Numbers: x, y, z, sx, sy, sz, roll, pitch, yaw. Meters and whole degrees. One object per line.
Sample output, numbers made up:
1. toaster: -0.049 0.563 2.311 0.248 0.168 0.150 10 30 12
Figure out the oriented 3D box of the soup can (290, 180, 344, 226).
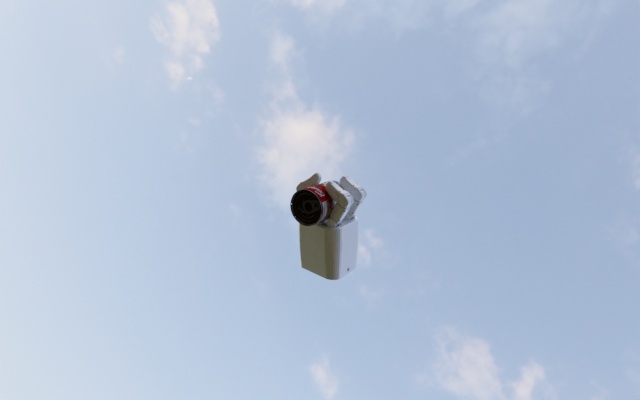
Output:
1. soup can: 0.000 0.002 0.895 0.068 0.068 0.102 0 12 33
